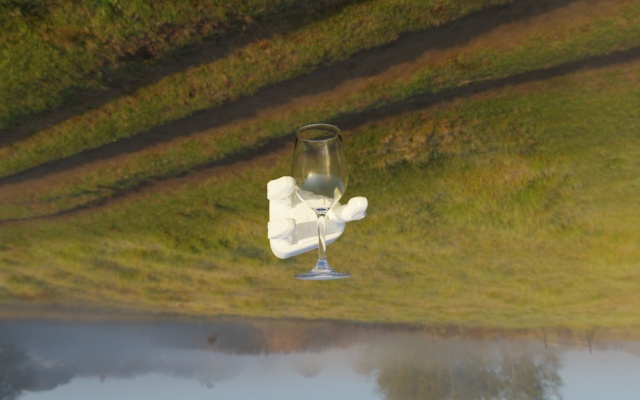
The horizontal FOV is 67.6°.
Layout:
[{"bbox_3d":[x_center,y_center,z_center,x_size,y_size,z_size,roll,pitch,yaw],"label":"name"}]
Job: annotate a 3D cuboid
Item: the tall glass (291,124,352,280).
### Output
[{"bbox_3d":[0.000,0.003,0.639,0.079,0.201,0.079,-2,-14,0],"label":"tall glass"}]
